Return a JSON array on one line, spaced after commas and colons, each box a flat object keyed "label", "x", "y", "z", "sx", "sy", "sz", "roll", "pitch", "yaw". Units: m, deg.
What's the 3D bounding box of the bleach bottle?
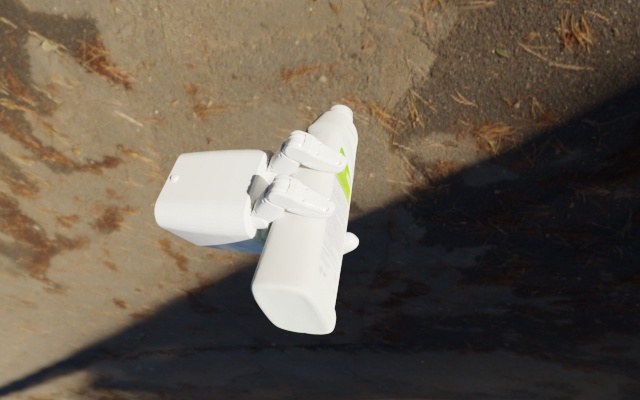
[{"label": "bleach bottle", "x": 0.000, "y": 0.002, "z": 0.502, "sx": 0.068, "sy": 0.250, "sz": 0.103, "roll": 2, "pitch": -37, "yaw": 18}]
